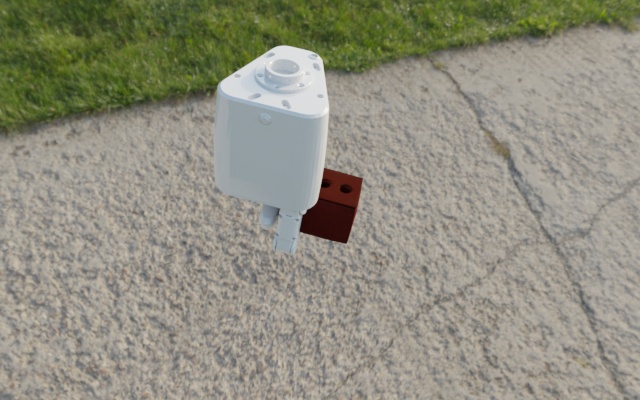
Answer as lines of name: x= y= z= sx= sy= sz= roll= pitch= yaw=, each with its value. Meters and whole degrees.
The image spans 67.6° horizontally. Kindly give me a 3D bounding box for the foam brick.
foam brick: x=0.000 y=0.002 z=0.493 sx=0.078 sy=0.051 sz=0.053 roll=15 pitch=38 yaw=4
